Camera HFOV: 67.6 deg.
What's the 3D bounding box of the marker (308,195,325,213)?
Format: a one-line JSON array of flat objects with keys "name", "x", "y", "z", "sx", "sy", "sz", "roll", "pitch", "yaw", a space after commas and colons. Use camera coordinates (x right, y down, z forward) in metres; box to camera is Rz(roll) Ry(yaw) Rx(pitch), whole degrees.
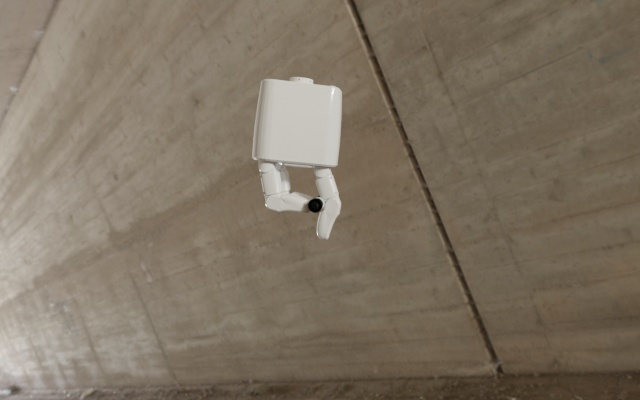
[{"name": "marker", "x": 0.000, "y": 0.002, "z": 0.669, "sx": 0.020, "sy": 0.020, "sz": 0.121, "roll": 0, "pitch": 4, "yaw": 8}]
